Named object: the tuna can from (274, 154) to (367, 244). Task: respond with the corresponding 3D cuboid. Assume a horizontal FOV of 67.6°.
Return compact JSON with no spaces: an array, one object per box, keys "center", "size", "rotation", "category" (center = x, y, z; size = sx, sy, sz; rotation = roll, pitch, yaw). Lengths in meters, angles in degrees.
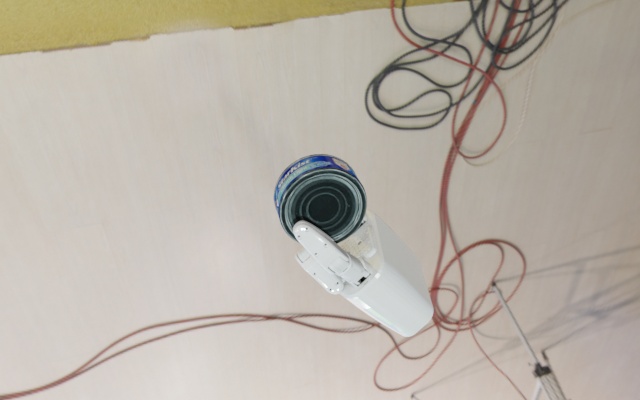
[{"center":[0.000,0.002,0.454],"size":[0.086,0.086,0.033],"rotation":[0,27,-13],"category":"tuna can"}]
